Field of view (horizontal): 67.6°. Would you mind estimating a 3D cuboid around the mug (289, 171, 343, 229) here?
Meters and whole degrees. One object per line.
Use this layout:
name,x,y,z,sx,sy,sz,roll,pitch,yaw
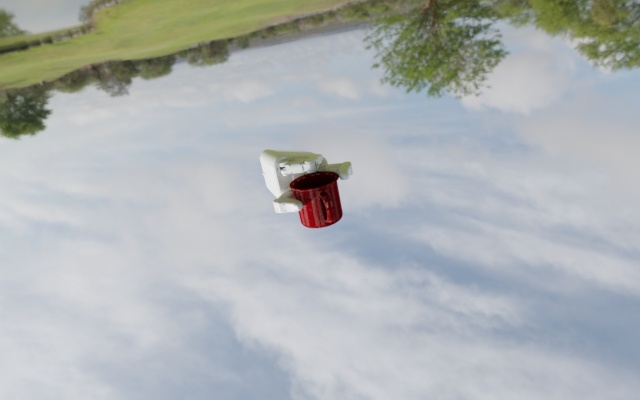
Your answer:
mug,0.001,0.003,0.875,0.093,0.081,0.117,-18,22,-16
